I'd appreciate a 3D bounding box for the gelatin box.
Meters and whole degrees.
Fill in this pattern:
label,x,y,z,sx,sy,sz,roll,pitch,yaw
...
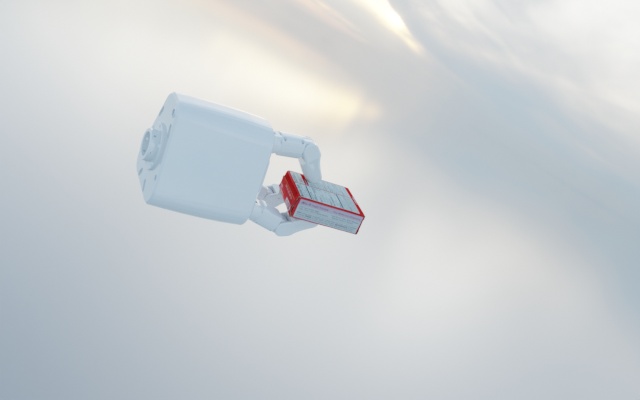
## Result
label,x,y,z,sx,sy,sz,roll,pitch,yaw
gelatin box,0.001,0.002,0.566,0.089,0.030,0.073,16,23,-22
